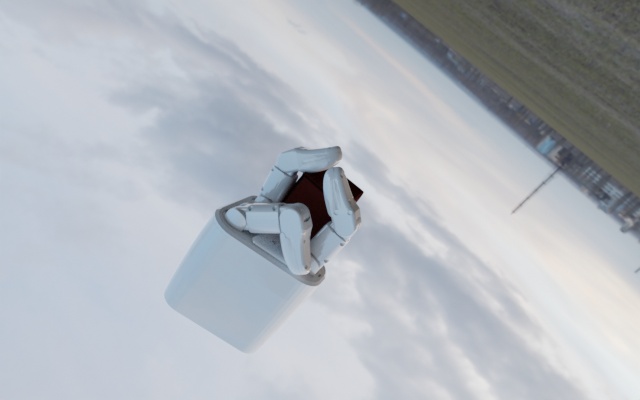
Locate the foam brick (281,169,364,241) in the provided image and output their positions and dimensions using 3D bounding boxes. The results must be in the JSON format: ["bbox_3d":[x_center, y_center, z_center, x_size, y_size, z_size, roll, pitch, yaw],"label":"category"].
[{"bbox_3d":[0.000,0.001,0.470,0.053,0.051,0.078,40,21,7],"label":"foam brick"}]
